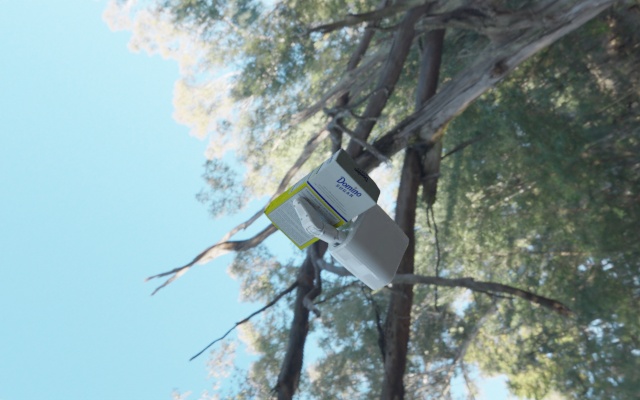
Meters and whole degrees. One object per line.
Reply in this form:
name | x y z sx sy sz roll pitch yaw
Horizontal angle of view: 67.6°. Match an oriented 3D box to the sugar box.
sugar box | 0.000 0.002 0.751 0.176 0.093 0.048 -34 18 34
